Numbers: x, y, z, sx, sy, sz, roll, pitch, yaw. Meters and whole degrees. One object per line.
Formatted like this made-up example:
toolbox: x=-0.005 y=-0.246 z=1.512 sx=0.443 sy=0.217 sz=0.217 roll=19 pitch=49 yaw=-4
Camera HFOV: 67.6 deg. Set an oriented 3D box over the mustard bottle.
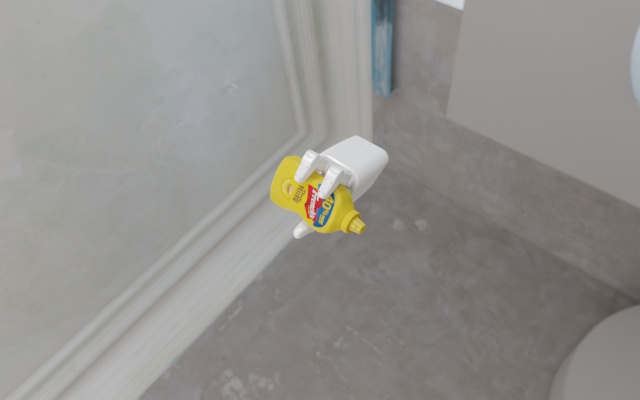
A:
mustard bottle: x=0.000 y=0.003 z=0.851 sx=0.191 sy=0.096 sz=0.058 roll=33 pitch=21 yaw=26
